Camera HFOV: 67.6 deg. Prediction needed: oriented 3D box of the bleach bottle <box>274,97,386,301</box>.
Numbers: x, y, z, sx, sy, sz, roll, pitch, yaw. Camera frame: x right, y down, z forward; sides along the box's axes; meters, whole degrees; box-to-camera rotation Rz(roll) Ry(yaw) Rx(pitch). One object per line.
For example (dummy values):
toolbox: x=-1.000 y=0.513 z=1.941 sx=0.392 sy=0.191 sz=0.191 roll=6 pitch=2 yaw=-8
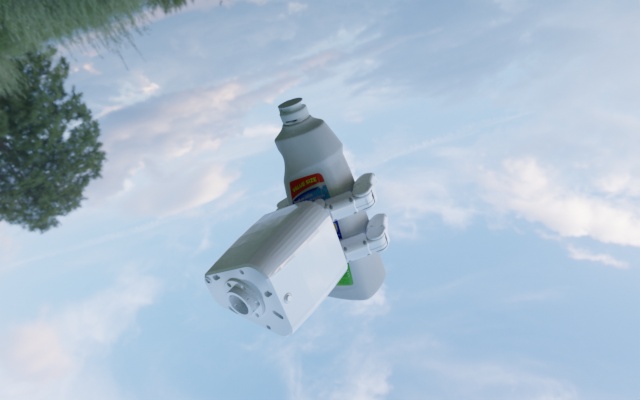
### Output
bleach bottle: x=0.000 y=0.002 z=0.566 sx=0.102 sy=0.251 sz=0.068 roll=2 pitch=34 yaw=38
